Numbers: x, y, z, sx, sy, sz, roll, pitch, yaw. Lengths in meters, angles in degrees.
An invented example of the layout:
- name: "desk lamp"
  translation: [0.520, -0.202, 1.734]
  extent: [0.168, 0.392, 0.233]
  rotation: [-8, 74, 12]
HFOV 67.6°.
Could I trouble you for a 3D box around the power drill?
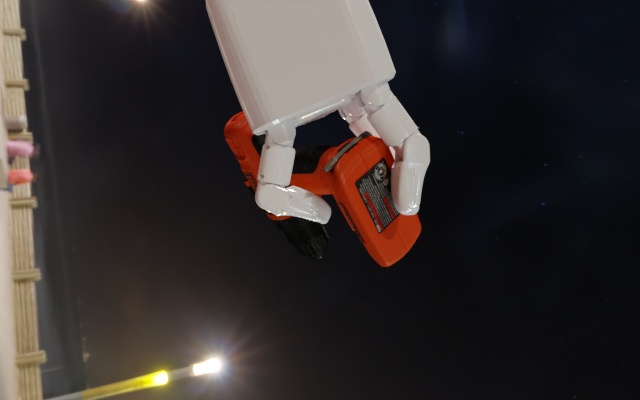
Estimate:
- name: "power drill"
  translation: [0.000, 0.001, 0.447]
  extent: [0.057, 0.184, 0.187]
  rotation: [-44, 32, -24]
